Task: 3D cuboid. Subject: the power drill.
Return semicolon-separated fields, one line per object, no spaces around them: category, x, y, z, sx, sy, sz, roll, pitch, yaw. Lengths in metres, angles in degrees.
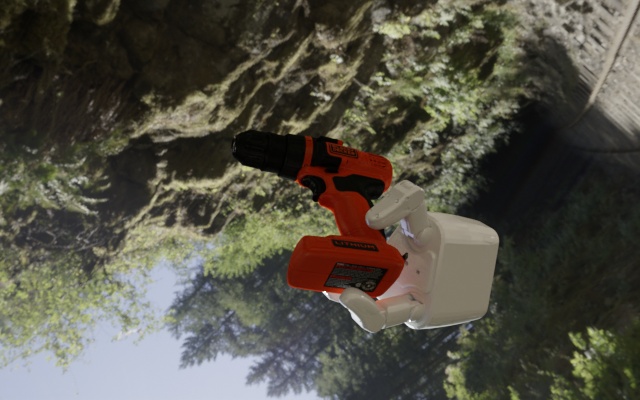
power drill;0.000;0.002;0.480;0.184;0.057;0.187;9;42;-16
